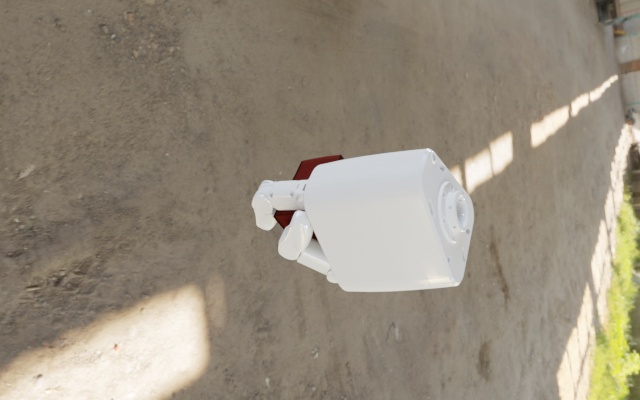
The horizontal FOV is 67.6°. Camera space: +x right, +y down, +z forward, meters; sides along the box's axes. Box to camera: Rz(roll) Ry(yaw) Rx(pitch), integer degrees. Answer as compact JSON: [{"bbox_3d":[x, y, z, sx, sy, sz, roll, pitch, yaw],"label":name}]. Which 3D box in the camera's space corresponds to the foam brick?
[{"bbox_3d":[0.000,0.001,0.467,0.051,0.078,0.053,-8,-47,36],"label":"foam brick"}]
